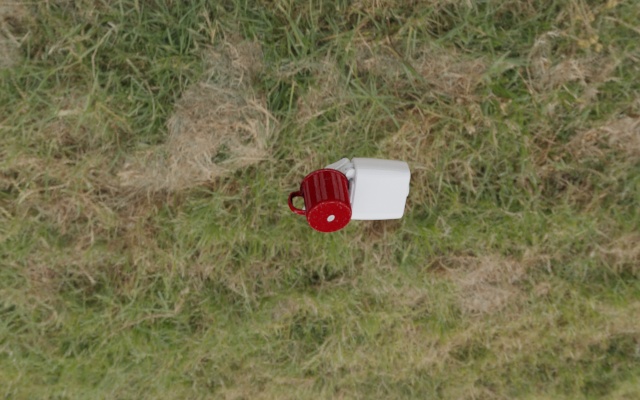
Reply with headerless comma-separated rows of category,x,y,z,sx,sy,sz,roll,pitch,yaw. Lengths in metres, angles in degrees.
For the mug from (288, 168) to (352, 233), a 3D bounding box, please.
mug,-0.001,0.003,0.857,0.117,0.093,0.081,0,43,-9
